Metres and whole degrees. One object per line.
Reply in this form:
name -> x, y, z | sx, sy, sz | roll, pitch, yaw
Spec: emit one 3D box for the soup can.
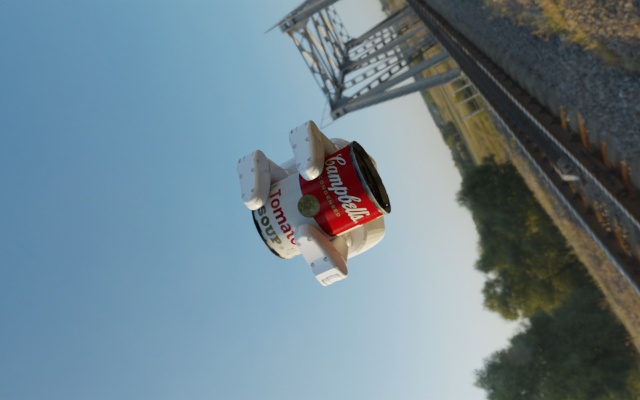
soup can -> 0.000, 0.002, 0.413 | 0.102, 0.068, 0.068 | -26, -9, 18
